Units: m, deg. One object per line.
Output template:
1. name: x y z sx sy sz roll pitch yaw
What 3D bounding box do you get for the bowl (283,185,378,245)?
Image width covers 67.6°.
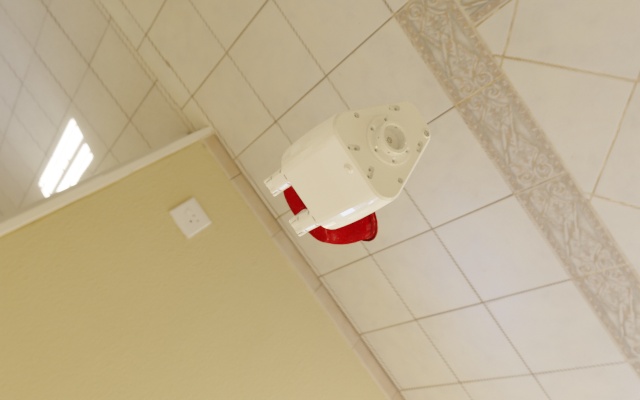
1. bowl: 0.000 0.003 0.622 0.055 0.162 0.162 -36 13 -19
